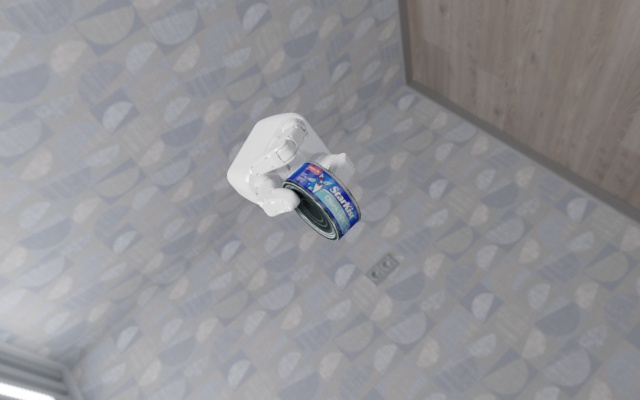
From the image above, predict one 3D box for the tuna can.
[{"bbox_3d":[0.000,0.002,0.502,0.033,0.086,0.086,-43,16,-18],"label":"tuna can"}]
